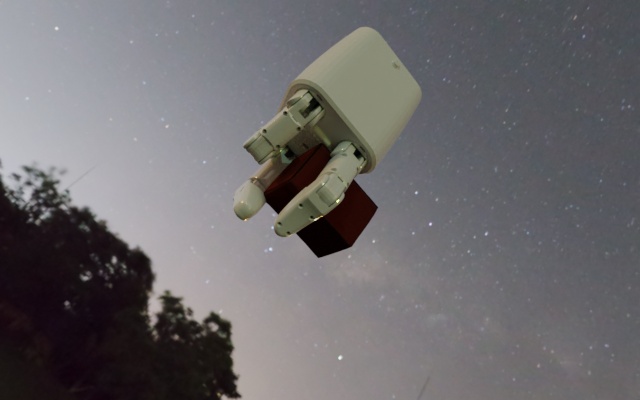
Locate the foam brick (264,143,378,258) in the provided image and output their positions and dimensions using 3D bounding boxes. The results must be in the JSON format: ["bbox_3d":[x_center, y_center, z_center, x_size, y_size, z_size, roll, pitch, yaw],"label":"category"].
[{"bbox_3d":[0.000,0.002,0.411,0.053,0.078,0.051,-23,22,52],"label":"foam brick"}]
